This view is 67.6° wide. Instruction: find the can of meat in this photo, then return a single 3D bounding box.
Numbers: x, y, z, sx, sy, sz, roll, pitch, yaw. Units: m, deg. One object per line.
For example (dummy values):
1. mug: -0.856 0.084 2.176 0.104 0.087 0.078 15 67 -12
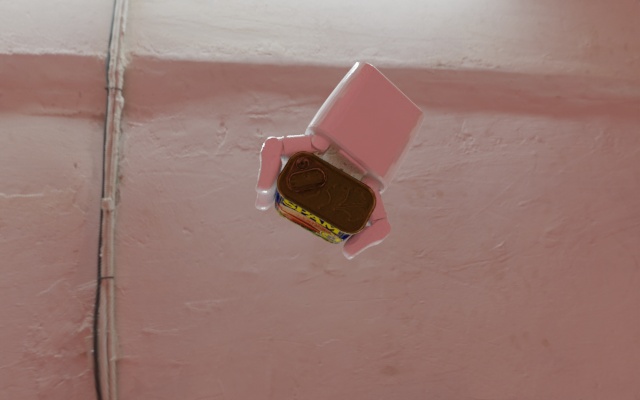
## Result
1. can of meat: 0.000 0.002 0.523 0.102 0.057 0.084 30 -18 -1
